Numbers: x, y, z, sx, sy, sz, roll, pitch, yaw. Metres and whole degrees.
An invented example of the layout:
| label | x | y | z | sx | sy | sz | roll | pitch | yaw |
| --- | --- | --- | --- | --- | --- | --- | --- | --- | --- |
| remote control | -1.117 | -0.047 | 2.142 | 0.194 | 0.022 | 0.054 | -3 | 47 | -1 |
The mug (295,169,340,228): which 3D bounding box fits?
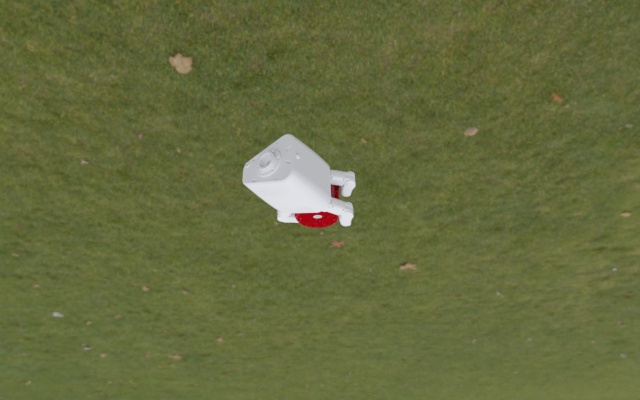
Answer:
| label | x | y | z | sx | sy | sz | roll | pitch | yaw |
| --- | --- | --- | --- | --- | --- | --- | --- | --- | --- |
| mug | 0.001 | 0.004 | 0.883 | 0.093 | 0.081 | 0.117 | -19 | -36 | 27 |
